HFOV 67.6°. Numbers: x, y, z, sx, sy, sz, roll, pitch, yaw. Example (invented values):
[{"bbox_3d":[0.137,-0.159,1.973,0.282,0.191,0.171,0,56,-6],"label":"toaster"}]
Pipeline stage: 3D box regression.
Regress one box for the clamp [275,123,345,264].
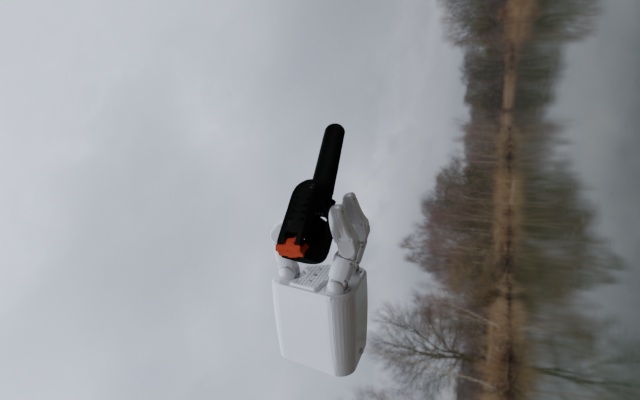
[{"bbox_3d":[-0.001,0.002,0.552,0.036,0.164,0.210,-1,15,20],"label":"clamp"}]
